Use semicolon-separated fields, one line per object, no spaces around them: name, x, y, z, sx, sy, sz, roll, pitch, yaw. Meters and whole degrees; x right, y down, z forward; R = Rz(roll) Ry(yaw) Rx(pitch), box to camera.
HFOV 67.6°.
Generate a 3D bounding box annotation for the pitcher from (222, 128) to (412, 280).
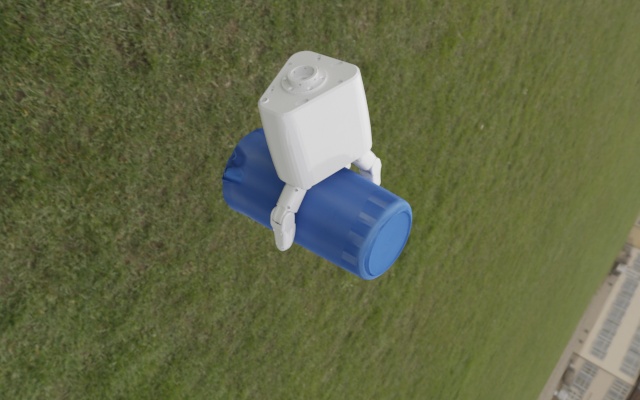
pitcher;0.000;0.002;0.642;0.242;0.145;0.149;29;59;32
